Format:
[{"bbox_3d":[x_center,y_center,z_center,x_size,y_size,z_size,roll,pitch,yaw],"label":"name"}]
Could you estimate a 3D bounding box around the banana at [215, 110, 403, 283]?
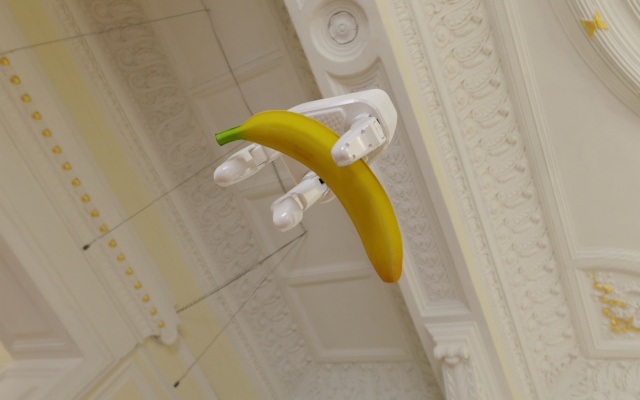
[{"bbox_3d":[0.009,-0.014,0.404,0.198,0.069,0.037,40,13,-5],"label":"banana"}]
